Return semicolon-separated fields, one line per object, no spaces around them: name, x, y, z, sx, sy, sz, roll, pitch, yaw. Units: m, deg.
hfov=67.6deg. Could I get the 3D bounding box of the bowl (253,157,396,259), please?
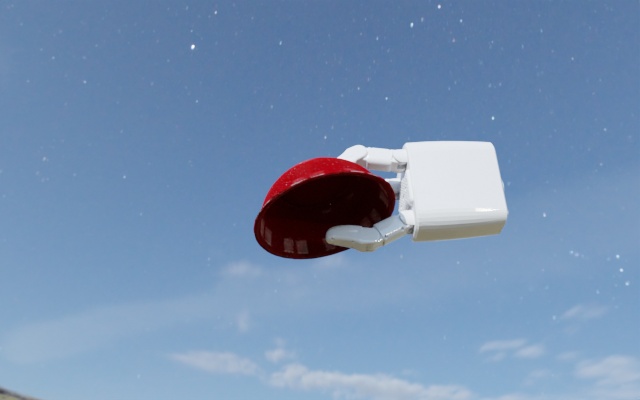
bowl;-0.001;0.001;0.541;0.162;0.055;0.162;-12;-35;-9
